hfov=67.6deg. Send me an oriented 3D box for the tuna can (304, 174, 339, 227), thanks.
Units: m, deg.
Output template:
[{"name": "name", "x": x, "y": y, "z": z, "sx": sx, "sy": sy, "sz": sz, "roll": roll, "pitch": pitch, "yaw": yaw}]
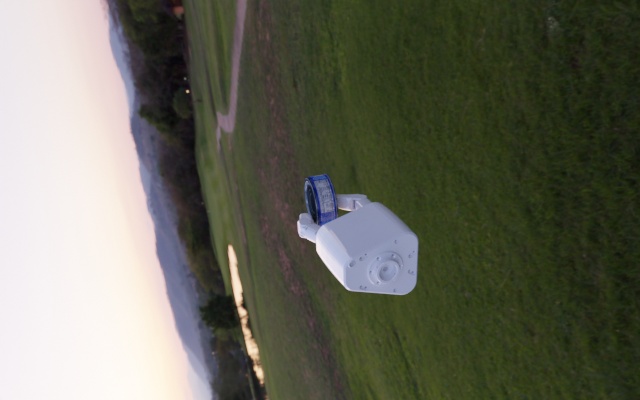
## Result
[{"name": "tuna can", "x": 0.000, "y": 0.003, "z": 0.755, "sx": 0.034, "sy": 0.086, "sz": 0.086, "roll": -10, "pitch": 2, "yaw": -12}]
